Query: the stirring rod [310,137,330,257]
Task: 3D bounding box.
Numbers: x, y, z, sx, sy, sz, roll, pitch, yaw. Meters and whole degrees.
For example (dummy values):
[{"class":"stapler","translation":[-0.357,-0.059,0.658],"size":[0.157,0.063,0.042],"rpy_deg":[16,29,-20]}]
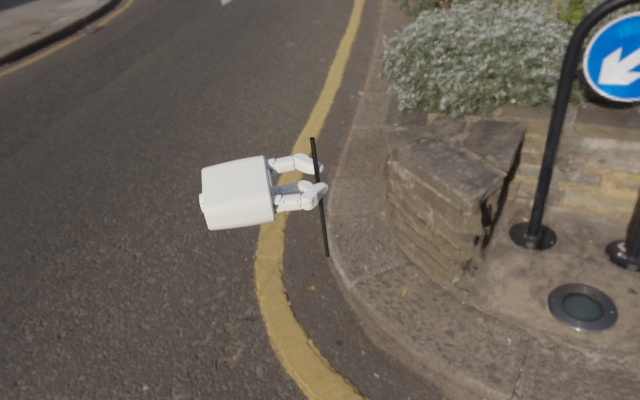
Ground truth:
[{"class":"stirring rod","translation":[0.000,0.003,0.800],"size":[0.011,0.240,0.011],"rpy_deg":[-5,35,3]}]
